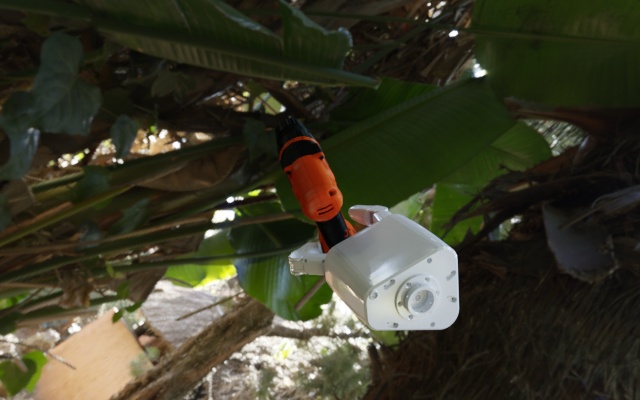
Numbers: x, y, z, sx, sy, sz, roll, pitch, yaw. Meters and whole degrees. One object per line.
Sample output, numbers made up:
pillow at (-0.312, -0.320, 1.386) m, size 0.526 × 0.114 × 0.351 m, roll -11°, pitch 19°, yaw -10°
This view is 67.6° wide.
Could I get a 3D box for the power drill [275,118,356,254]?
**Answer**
power drill at (0.000, 0.002, 0.612) m, size 0.057 × 0.188 × 0.184 m, roll -24°, pitch 41°, yaw 2°
